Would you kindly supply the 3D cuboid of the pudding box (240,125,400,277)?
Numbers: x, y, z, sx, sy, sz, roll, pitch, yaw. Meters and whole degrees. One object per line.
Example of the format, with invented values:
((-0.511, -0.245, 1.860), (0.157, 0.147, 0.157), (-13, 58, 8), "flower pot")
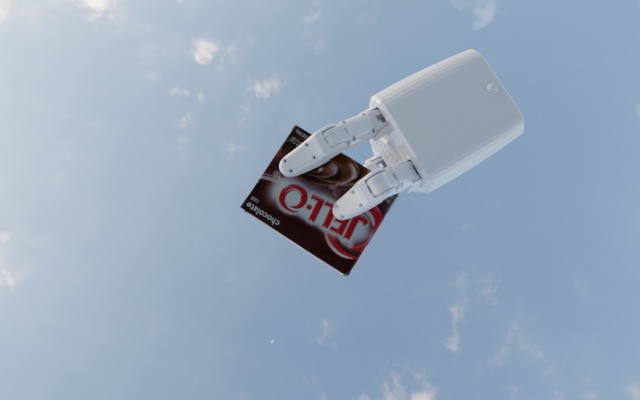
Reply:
((0.000, 0.001, 0.428), (0.113, 0.090, 0.039), (32, -10, 5), "pudding box")
